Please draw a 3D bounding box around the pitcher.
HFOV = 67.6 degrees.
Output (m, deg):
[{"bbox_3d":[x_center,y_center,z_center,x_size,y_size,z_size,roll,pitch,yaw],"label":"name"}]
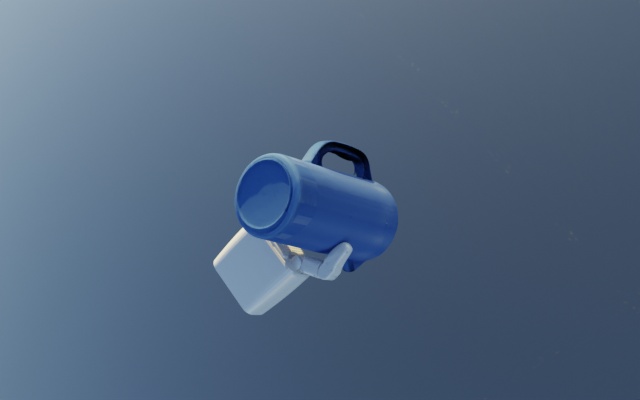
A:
[{"bbox_3d":[0.000,0.002,0.676,0.145,0.149,0.243,-43,-31,20],"label":"pitcher"}]
